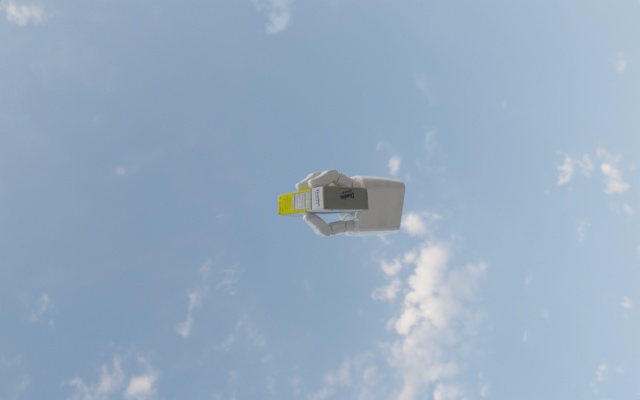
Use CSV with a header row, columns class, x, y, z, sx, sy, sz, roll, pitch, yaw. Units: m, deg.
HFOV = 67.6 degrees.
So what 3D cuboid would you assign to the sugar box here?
class,x,y,z,sx,sy,sz,roll,pitch,yaw
sugar box,0.000,0.002,0.874,0.093,0.048,0.176,1,-8,-31
